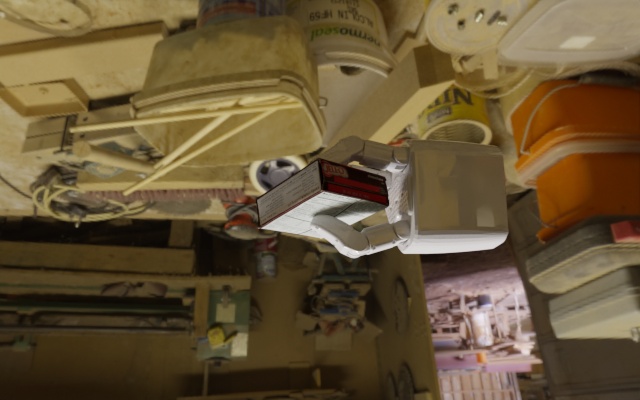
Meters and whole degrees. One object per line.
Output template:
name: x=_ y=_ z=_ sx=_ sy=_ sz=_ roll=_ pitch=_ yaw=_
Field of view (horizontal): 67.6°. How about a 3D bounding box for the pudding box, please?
pudding box: x=0.000 y=0.002 z=0.492 sx=0.090 sy=0.039 sz=0.113 roll=13 pitch=-31 yaw=-38
